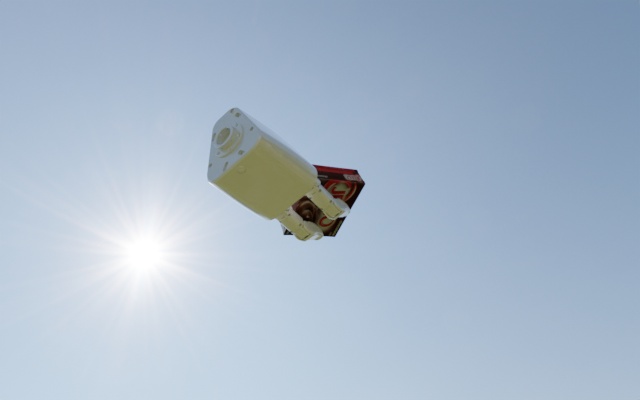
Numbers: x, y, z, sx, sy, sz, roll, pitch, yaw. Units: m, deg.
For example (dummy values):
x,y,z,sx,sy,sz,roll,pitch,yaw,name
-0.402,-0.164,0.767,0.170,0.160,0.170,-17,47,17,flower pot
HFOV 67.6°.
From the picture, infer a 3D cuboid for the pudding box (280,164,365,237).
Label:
x,y,z,sx,sy,sz,roll,pitch,yaw,name
0.000,0.002,0.693,0.090,0.113,0.039,5,42,-29,pudding box
